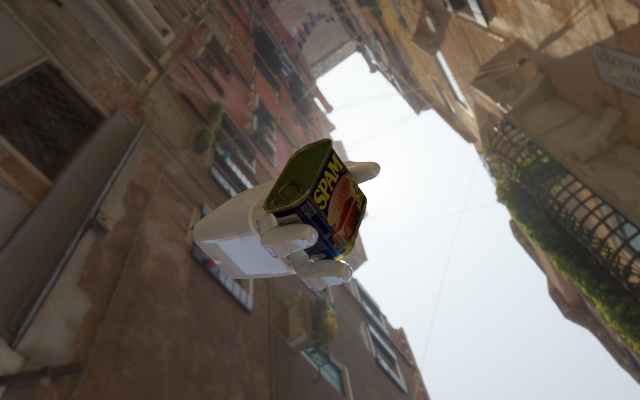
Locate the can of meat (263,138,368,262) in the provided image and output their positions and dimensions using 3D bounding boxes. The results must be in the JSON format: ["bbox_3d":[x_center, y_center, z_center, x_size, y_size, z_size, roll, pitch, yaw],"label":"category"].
[{"bbox_3d":[0.000,0.002,0.489,0.057,0.084,0.102,-16,34,35],"label":"can of meat"}]
